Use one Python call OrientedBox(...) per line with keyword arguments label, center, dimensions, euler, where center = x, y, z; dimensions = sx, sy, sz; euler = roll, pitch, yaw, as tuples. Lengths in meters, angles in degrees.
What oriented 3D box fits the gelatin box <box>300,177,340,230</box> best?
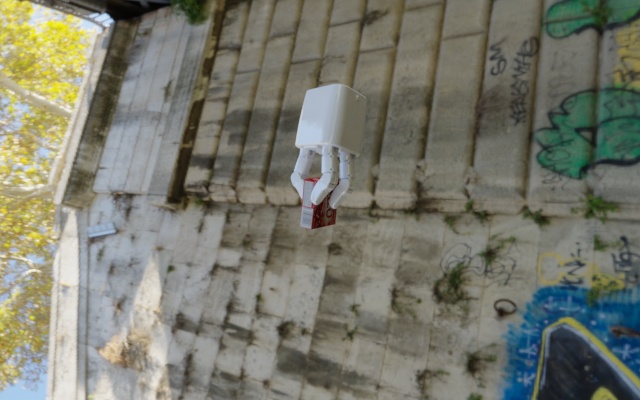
OrientedBox(label="gelatin box", center=(0.000, 0.003, 0.853), dimensions=(0.030, 0.089, 0.073), euler=(13, 13, 35))
